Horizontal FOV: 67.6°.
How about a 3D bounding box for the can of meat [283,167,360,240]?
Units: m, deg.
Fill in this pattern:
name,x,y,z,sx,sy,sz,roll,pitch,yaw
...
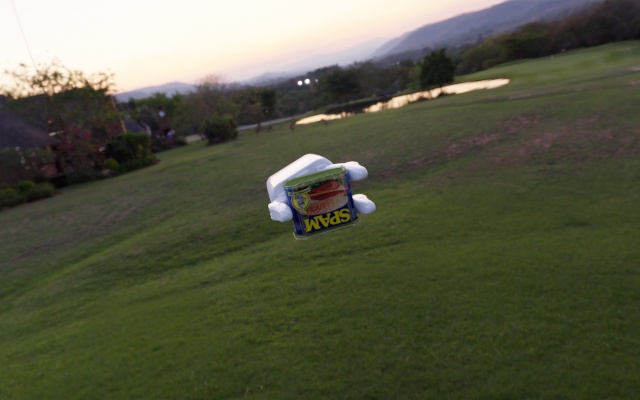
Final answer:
name,x,y,z,sx,sy,sz,roll,pitch,yaw
can of meat,0.000,0.002,0.712,0.102,0.084,0.057,-15,15,-6
